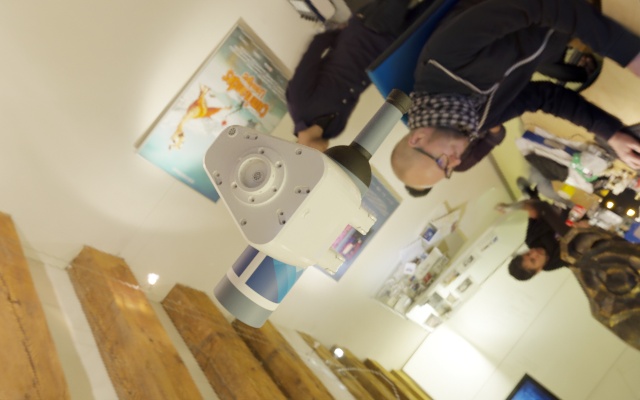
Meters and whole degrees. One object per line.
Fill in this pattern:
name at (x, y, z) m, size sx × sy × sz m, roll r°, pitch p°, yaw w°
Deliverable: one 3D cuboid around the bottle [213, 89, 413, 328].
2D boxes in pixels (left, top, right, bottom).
bottle at (0.000, 0.002, 0.523) m, size 0.069 × 0.295 × 0.069 m, roll 38°, pitch 0°, yaw 0°
